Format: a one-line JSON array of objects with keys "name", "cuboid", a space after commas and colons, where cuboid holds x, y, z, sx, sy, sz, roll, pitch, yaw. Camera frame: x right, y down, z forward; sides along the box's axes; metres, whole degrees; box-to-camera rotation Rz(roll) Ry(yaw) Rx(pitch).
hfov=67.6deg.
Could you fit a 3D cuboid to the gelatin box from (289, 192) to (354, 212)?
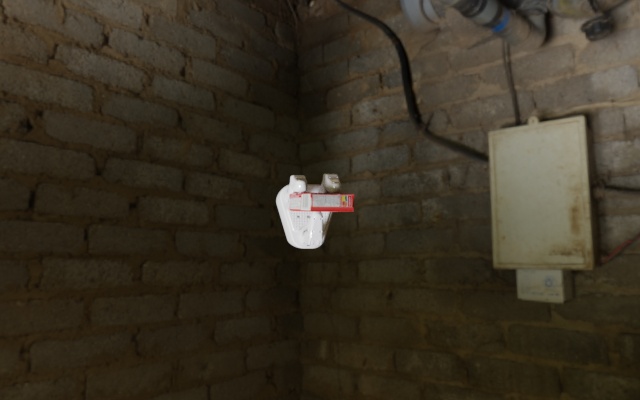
[{"name": "gelatin box", "cuboid": [0.000, 0.003, 0.743, 0.073, 0.030, 0.089, 1, -1, -24]}]
